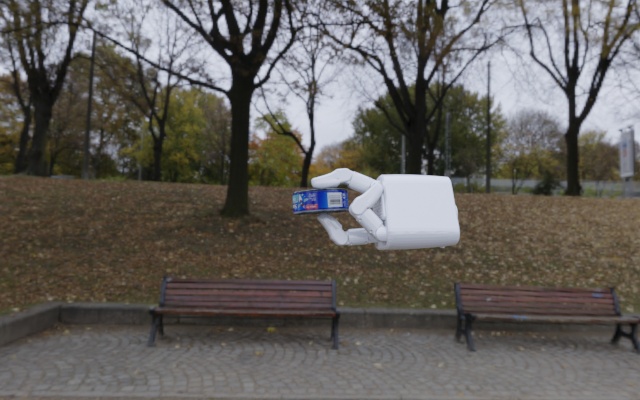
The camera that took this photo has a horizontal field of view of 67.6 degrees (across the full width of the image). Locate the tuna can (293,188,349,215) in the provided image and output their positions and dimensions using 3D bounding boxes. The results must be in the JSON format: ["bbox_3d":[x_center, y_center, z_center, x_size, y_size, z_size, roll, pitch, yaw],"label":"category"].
[{"bbox_3d":[0.000,0.002,0.730,0.086,0.034,0.086,-4,-4,0],"label":"tuna can"}]
